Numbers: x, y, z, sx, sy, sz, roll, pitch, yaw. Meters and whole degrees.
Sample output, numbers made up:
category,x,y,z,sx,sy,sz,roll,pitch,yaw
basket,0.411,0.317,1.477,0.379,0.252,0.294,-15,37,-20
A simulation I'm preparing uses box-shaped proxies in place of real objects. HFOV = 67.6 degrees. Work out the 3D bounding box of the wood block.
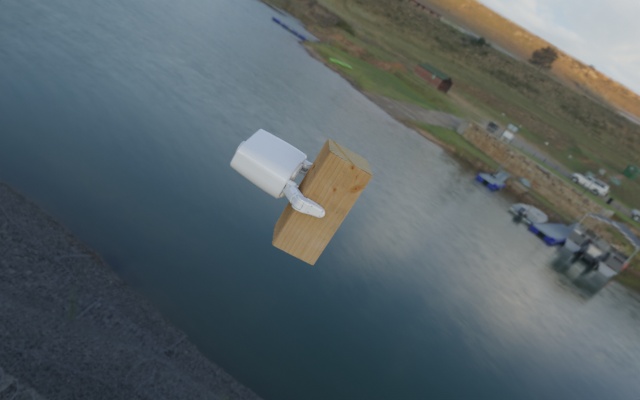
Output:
category,x,y,z,sx,sy,sz,roll,pitch,yaw
wood block,0.000,0.003,0.886,0.090,0.206,0.090,28,19,-12
